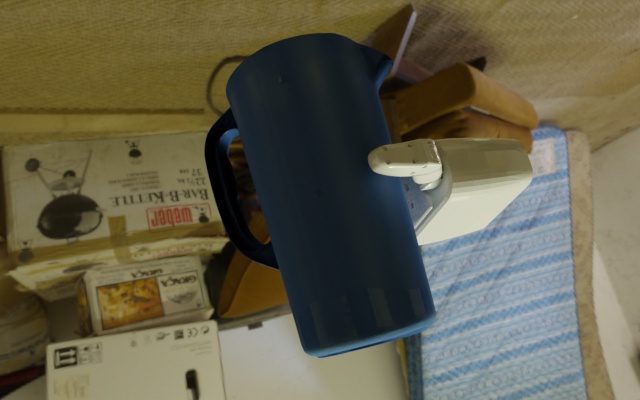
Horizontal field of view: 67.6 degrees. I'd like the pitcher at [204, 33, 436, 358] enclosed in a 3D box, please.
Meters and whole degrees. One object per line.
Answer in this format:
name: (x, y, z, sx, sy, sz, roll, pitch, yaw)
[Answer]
pitcher: (0.000, 0.001, 0.404, 0.145, 0.242, 0.149, -7, -17, -28)
